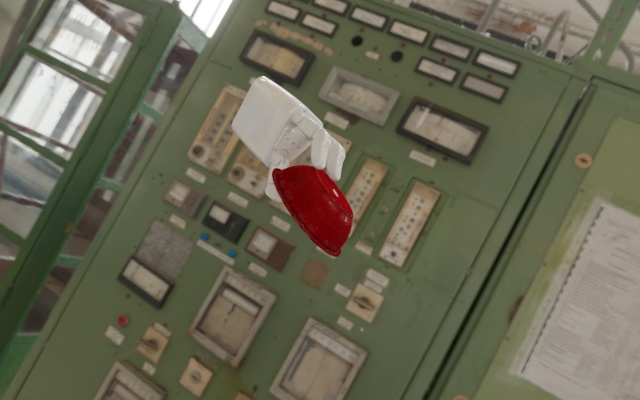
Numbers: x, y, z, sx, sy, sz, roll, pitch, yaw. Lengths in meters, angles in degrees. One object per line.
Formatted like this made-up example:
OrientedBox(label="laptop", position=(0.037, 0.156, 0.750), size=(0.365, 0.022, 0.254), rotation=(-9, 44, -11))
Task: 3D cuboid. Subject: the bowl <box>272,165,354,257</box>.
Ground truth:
OrientedBox(label="bowl", position=(0.001, 0.003, 0.706), size=(0.055, 0.162, 0.162), rotation=(-36, -9, 12))
